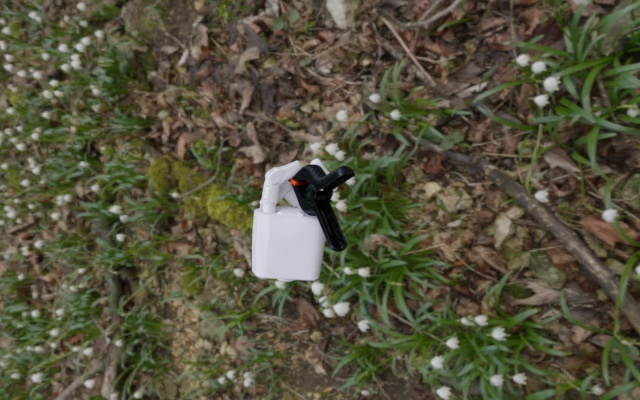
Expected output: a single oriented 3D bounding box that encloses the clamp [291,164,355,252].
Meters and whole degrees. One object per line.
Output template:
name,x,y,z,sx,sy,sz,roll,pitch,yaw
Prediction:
clamp,-0.001,0.002,0.706,0.039,0.120,0.171,3,8,-24
